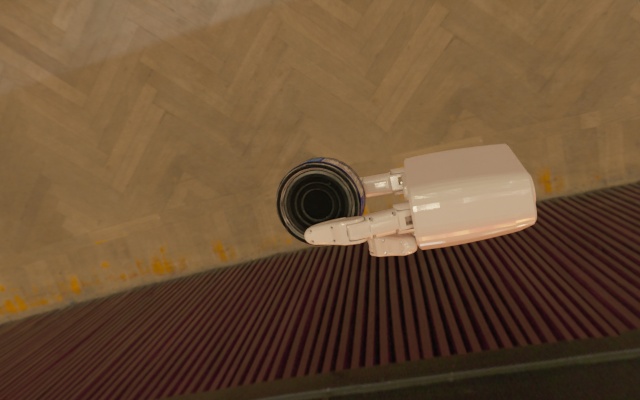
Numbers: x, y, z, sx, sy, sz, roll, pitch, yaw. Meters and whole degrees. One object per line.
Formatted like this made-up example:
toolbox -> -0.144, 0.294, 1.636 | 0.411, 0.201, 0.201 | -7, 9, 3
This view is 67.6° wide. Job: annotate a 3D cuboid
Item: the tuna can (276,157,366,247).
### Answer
tuna can -> 0.000, 0.002, 0.471 | 0.086, 0.086, 0.033 | 0, 12, 13
